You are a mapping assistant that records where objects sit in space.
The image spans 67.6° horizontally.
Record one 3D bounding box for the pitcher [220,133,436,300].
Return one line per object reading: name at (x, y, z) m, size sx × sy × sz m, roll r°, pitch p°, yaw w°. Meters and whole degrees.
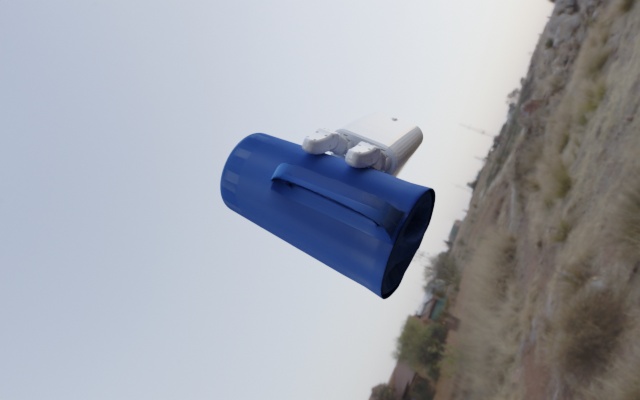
pitcher at (0.000, 0.002, 0.561) m, size 0.243 × 0.149 × 0.145 m, roll 24°, pitch 36°, yaw 23°
